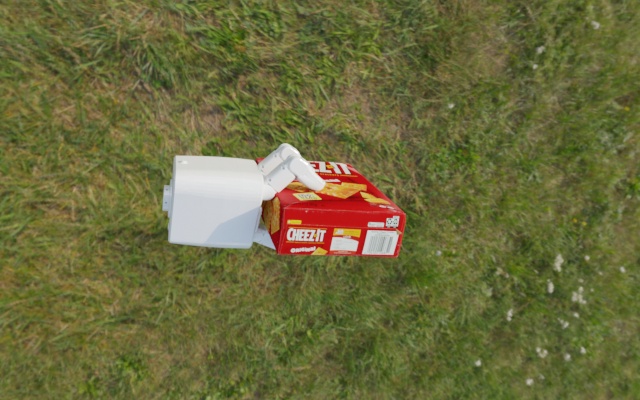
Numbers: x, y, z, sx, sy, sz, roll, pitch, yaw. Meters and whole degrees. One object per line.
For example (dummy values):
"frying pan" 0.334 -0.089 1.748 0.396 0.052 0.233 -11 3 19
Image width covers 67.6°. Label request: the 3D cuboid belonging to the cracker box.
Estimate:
"cracker box" 0.000 0.002 0.676 0.164 0.072 0.213 3 21 -18
